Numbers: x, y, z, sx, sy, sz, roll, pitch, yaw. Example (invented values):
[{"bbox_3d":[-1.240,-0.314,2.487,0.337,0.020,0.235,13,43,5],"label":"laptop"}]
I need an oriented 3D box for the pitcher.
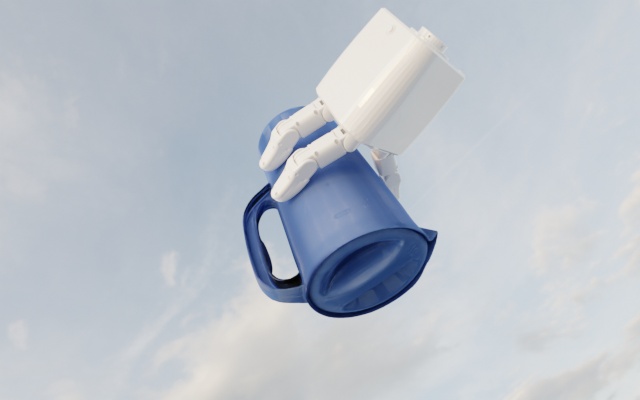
[{"bbox_3d":[0.000,0.002,0.536,0.149,0.145,0.242,20,29,-39],"label":"pitcher"}]
